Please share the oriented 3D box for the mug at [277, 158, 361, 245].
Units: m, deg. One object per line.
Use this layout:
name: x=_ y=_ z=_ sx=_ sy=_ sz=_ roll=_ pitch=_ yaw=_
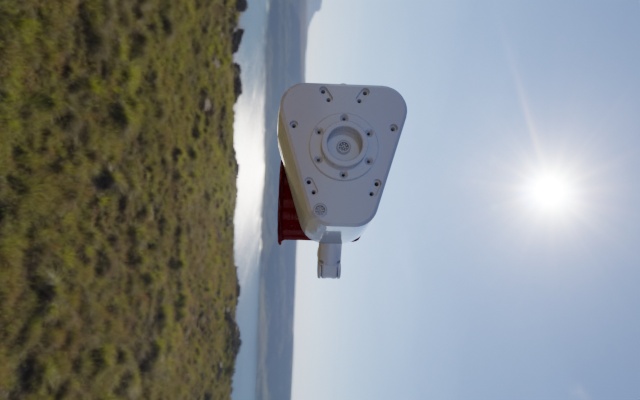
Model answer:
mug: x=0.000 y=0.002 z=0.494 sx=0.081 sy=0.093 sz=0.117 roll=2 pitch=-9 yaw=-2
